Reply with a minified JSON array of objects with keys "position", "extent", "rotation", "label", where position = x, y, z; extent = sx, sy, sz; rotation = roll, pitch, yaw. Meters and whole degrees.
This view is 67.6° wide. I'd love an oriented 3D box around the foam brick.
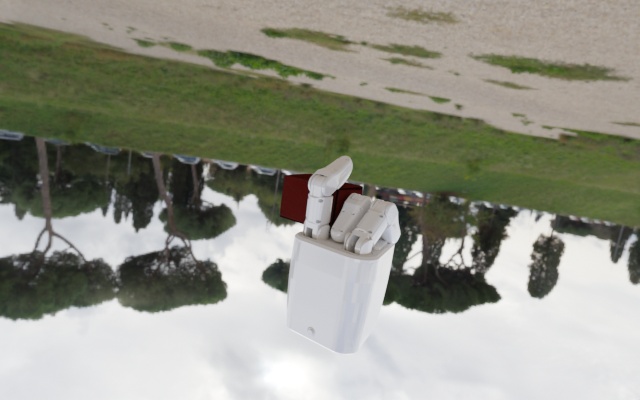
[{"position":[0.000,0.002,0.546],"extent":[0.078,0.051,0.053],"rotation":[16,13,36],"label":"foam brick"}]
